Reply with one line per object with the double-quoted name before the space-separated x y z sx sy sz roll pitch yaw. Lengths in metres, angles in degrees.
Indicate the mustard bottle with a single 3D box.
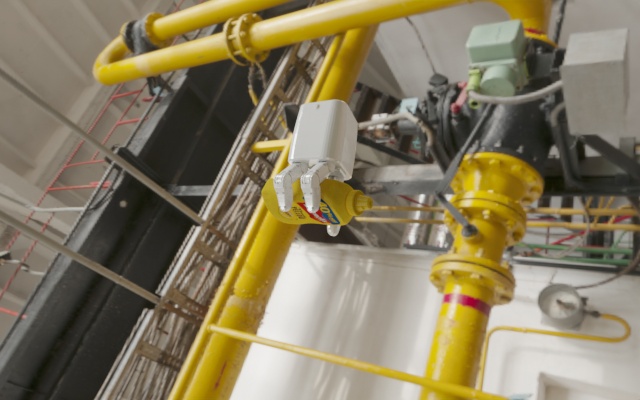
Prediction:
"mustard bottle" 0.000 0.003 0.792 0.191 0.058 0.096 1 -40 35
